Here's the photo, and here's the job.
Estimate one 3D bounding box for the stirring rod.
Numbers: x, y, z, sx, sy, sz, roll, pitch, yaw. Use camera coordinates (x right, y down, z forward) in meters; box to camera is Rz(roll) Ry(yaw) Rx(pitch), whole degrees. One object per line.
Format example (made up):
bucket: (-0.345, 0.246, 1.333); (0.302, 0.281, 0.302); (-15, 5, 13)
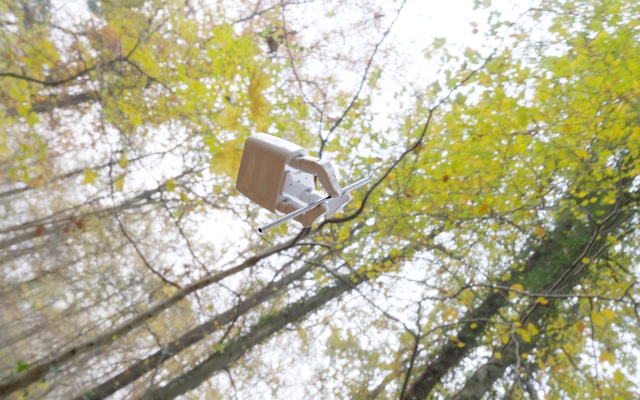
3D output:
stirring rod: (0.000, 0.002, 0.717); (0.011, 0.011, 0.239); (0, 18, 45)
